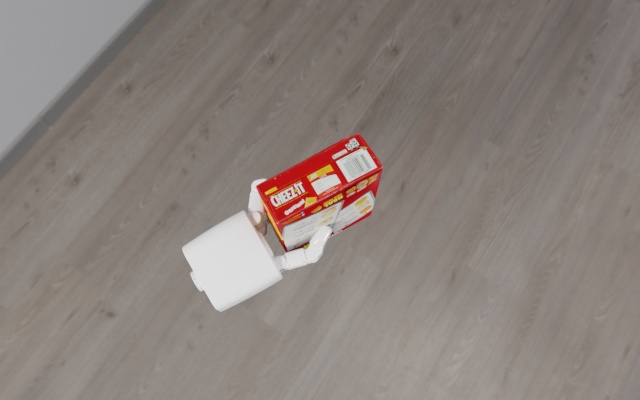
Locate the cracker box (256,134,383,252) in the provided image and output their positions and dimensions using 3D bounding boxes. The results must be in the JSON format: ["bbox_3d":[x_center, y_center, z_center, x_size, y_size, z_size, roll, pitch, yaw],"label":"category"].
[{"bbox_3d":[0.000,0.002,0.731,0.164,0.072,0.214,-28,-17,-8],"label":"cracker box"}]
